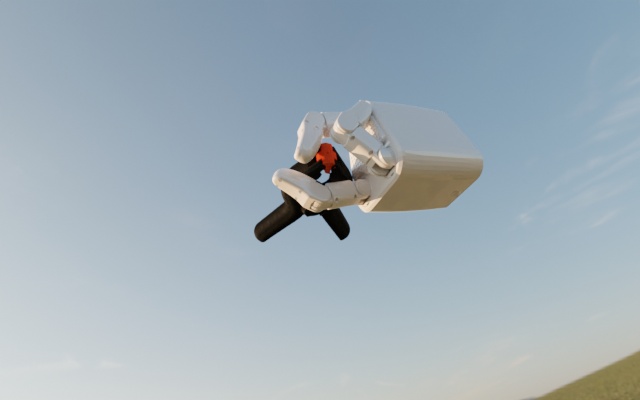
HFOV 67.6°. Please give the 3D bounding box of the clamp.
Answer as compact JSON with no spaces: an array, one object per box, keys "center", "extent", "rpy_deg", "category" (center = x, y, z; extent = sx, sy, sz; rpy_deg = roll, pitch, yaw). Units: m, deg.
[{"center":[0.000,0.001,0.547],"extent":[0.120,0.039,0.171],"rpy_deg":[0,-31,-24],"category":"clamp"}]
